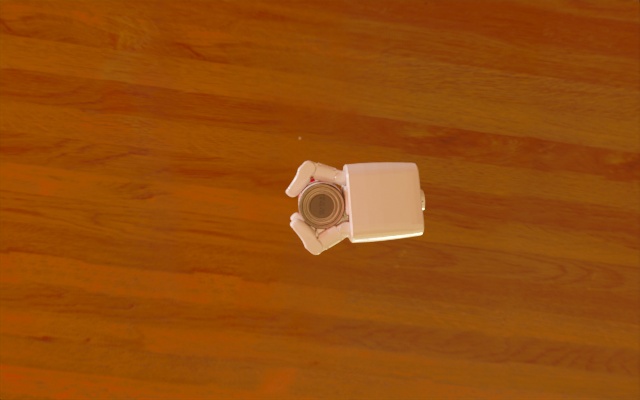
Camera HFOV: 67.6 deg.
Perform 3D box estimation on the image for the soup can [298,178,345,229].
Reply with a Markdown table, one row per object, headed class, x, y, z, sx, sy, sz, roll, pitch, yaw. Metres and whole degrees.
| class | x | y | z | sx | sy | sz | roll | pitch | yaw |
| --- | --- | --- | --- | --- | --- | --- | --- | --- | --- |
| soup can | 0.000 | 0.002 | 0.723 | 0.068 | 0.068 | 0.102 | 0 | 7 | -3 |
